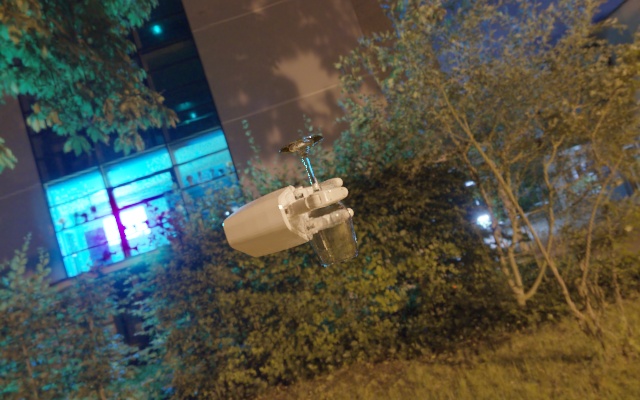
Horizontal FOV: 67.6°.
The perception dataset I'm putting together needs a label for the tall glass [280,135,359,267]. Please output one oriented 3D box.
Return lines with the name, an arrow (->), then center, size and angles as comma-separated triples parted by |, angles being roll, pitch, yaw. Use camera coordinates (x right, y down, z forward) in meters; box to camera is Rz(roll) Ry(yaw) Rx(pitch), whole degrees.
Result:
tall glass -> 0.000, 0.002, 0.765 | 0.079, 0.201, 0.079 | -19, -6, -2
